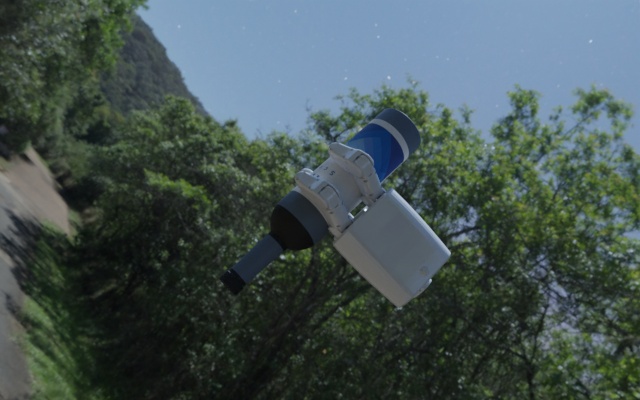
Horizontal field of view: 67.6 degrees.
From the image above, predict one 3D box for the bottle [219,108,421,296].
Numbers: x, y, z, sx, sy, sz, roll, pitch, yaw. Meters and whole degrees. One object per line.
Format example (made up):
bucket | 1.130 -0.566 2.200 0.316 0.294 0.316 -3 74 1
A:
bottle | 0.000 0.002 0.573 0.295 0.069 0.069 -42 15 -17
